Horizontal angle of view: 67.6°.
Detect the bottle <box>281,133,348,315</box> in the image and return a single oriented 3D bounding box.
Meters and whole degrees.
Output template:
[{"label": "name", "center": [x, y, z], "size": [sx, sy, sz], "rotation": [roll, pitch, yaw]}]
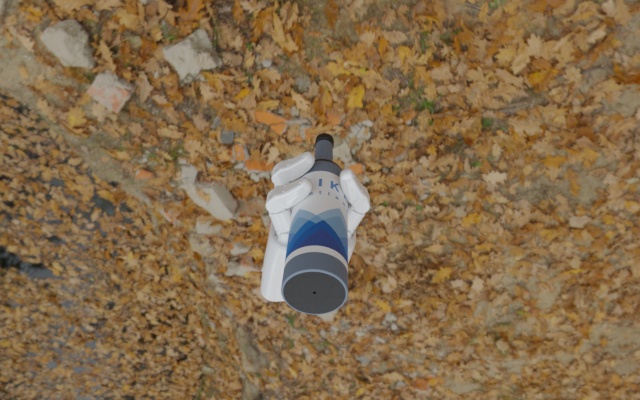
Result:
[{"label": "bottle", "center": [0.000, 0.002, 0.585], "size": [0.069, 0.069, 0.295], "rotation": [0, 38, 3]}]
